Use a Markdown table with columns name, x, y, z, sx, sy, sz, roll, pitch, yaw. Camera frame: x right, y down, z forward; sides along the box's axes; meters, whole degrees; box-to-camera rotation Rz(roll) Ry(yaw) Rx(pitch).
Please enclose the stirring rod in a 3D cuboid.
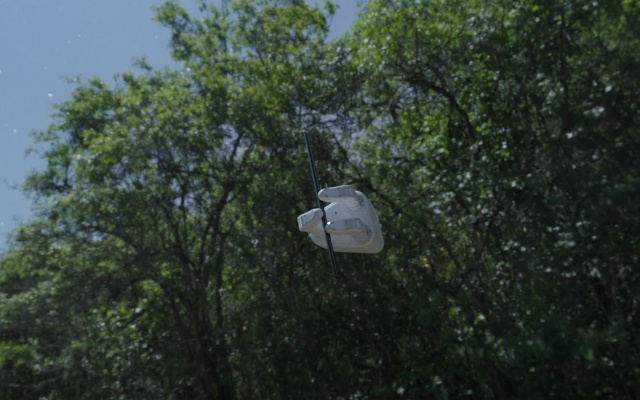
| name | x | y | z | sx | sy | sz | roll | pitch | yaw |
| --- | --- | --- | --- | --- | --- | --- | --- | --- | --- |
| stirring rod | 0.000 | 0.003 | 0.746 | 0.011 | 0.239 | 0.011 | -11 | -19 | -4 |
